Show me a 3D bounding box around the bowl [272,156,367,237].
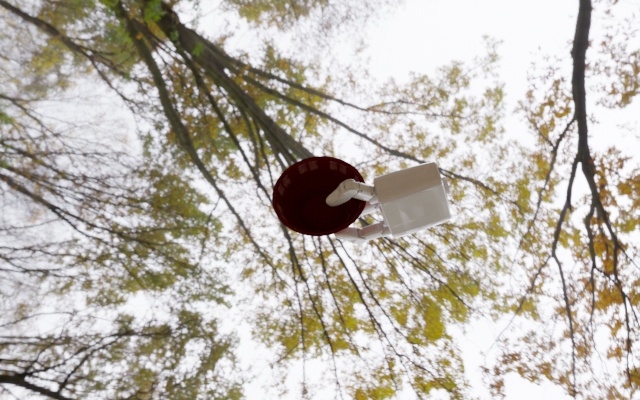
[{"bbox_3d":[-0.001,0.003,0.823,0.162,0.162,0.055,0,-33,6],"label":"bowl"}]
